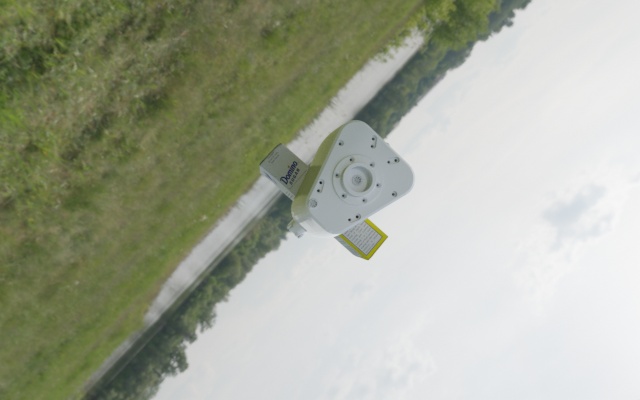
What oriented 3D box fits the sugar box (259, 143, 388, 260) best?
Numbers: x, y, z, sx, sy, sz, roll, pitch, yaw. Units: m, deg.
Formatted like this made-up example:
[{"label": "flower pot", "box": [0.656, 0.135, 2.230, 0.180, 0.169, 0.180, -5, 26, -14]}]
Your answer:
[{"label": "sugar box", "box": [0.001, 0.002, 0.615, 0.176, 0.048, 0.093, 44, -6, -4]}]
